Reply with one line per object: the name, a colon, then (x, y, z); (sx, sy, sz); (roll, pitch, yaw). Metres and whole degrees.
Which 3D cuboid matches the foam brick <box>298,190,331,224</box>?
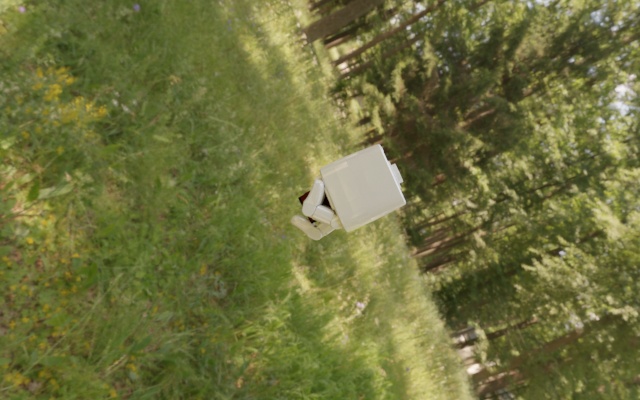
foam brick: (0.000, 0.003, 0.840); (0.051, 0.053, 0.078); (-27, 3, 9)
